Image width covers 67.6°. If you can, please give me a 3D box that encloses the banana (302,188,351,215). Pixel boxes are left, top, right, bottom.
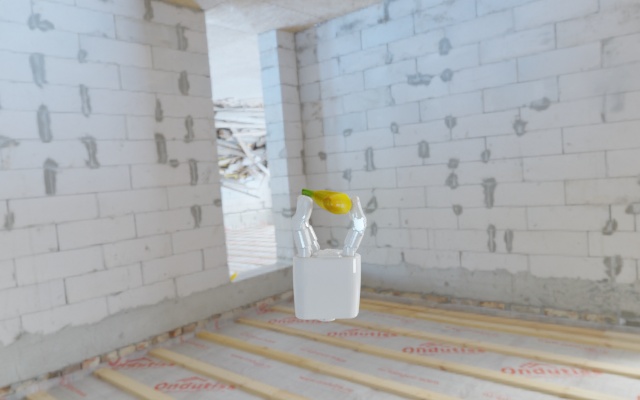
[{"bbox_3d":[0.018,0.003,0.806,0.069,0.037,0.198,4,3,-13],"label":"banana"}]
